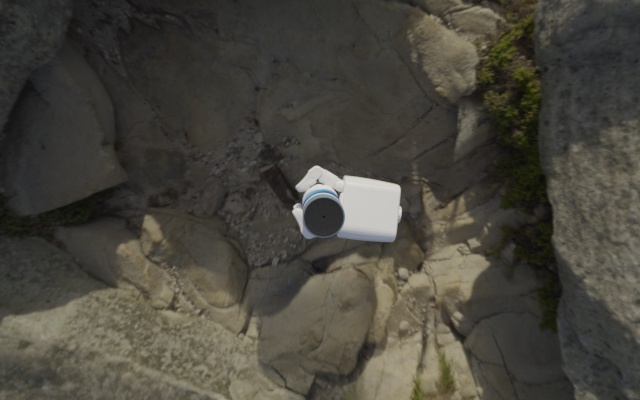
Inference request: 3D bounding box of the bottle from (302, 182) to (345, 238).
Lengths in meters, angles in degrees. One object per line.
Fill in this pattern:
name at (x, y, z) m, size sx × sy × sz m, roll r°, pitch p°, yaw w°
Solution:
bottle at (0.000, 0.003, 0.884) m, size 0.069 × 0.069 × 0.295 m, roll 0°, pitch 9°, yaw -2°
